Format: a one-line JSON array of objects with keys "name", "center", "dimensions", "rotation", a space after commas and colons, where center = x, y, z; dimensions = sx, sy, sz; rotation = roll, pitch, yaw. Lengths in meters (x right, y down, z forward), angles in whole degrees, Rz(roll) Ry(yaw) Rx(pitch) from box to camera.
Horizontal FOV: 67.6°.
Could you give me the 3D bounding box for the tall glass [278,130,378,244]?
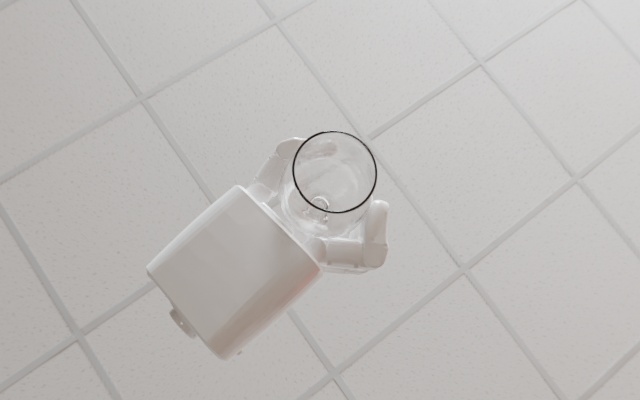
[{"name": "tall glass", "center": [0.000, 0.001, 0.434], "dimensions": [0.079, 0.079, 0.201], "rotation": [0, -13, -6]}]
